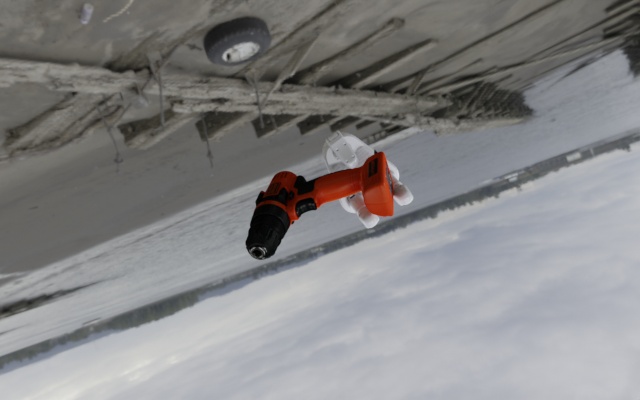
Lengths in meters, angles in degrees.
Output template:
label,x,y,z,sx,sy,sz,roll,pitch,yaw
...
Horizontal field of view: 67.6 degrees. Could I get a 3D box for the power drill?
label,x,y,z,sx,sy,sz,roll,pitch,yaw
power drill,0.001,0.002,0.632,0.187,0.057,0.184,-11,30,15
